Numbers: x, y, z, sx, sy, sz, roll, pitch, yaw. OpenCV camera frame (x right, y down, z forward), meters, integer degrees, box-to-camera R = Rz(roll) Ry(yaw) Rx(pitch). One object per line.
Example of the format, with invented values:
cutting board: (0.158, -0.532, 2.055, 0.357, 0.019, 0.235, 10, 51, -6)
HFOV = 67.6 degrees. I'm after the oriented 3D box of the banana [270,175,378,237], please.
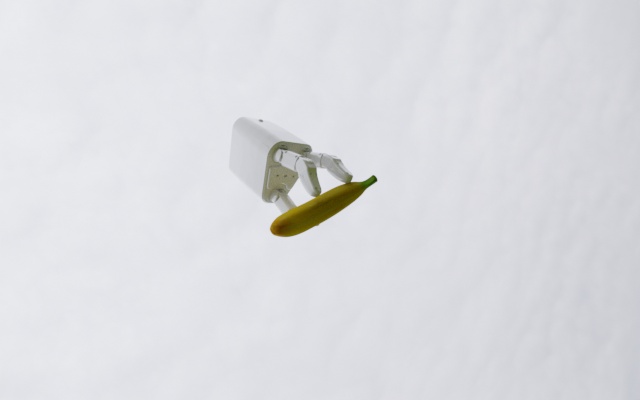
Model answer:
banana: (-0.004, 0.011, 0.684, 0.197, 0.037, 0.070, -29, -16, -35)
